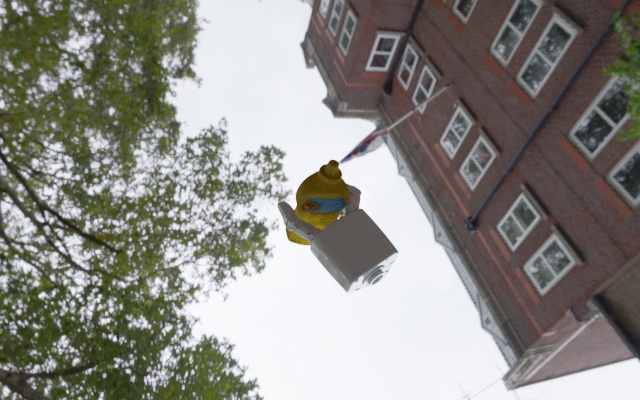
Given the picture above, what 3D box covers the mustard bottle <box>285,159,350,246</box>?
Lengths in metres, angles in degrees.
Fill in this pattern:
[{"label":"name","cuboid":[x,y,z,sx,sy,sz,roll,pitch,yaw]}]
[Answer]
[{"label":"mustard bottle","cuboid":[0.000,0.003,0.858,0.096,0.058,0.192,1,-43,-18]}]
